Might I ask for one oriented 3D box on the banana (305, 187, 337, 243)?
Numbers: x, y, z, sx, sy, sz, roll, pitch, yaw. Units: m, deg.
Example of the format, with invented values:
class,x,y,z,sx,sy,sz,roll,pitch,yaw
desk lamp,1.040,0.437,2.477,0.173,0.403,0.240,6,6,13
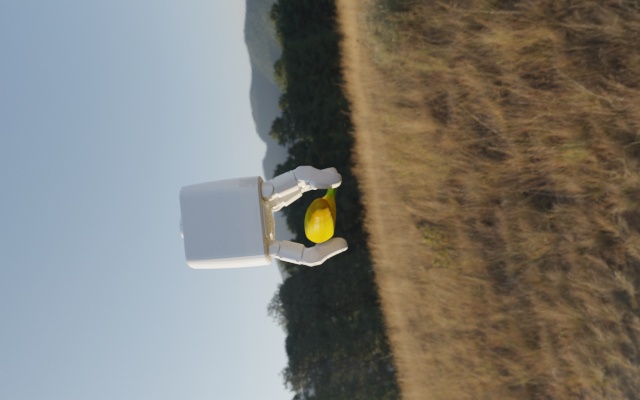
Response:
class,x,y,z,sx,sy,sz,roll,pitch,yaw
banana,0.000,0.020,0.605,0.037,0.069,0.198,2,8,3
